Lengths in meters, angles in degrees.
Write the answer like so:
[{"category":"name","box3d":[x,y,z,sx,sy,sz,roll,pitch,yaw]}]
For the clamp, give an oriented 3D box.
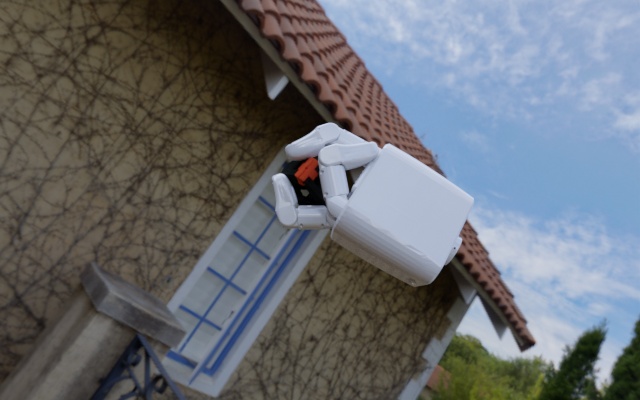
[{"category":"clamp","box3d":[0.000,0.001,0.566,0.120,0.039,0.171,31,-11,5]}]
